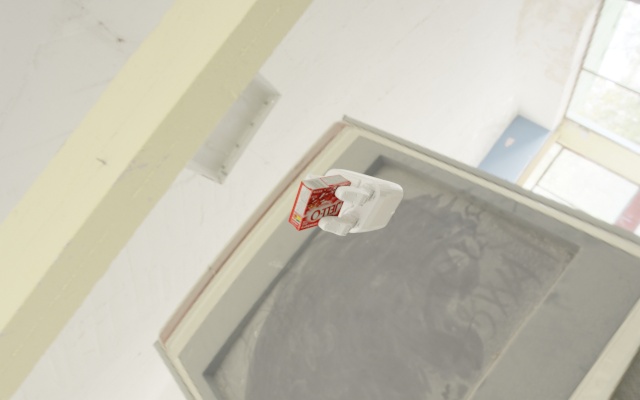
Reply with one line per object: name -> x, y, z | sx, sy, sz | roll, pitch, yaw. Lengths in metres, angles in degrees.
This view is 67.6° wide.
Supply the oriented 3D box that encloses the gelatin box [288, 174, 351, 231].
gelatin box -> 0.000, 0.002, 0.725 | 0.089, 0.073, 0.030 | -12, 41, -45
